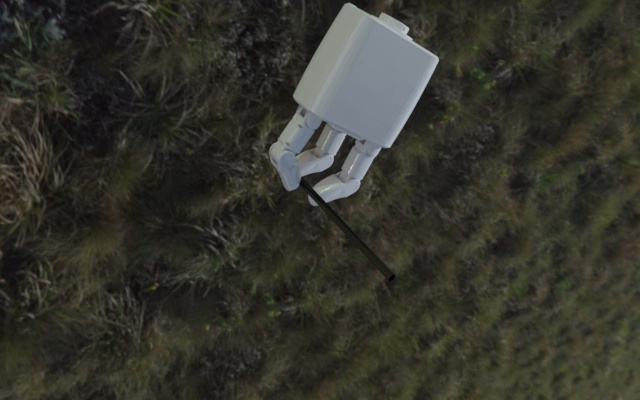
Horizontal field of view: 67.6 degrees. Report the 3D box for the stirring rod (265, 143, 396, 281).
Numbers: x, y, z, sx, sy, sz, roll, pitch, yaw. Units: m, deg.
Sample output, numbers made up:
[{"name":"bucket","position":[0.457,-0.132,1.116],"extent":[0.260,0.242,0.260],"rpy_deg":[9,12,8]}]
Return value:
[{"name":"stirring rod","position":[0.000,0.002,0.501],"extent":[0.011,0.011,0.239],"rpy_deg":[0,34,-40]}]
